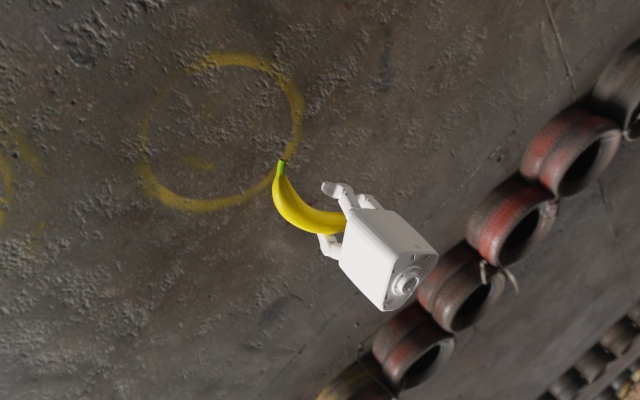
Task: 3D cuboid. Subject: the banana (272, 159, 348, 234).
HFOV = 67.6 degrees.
[{"bbox_3d":[-0.014,0.015,0.743,0.198,0.069,0.037,38,4,-43],"label":"banana"}]
